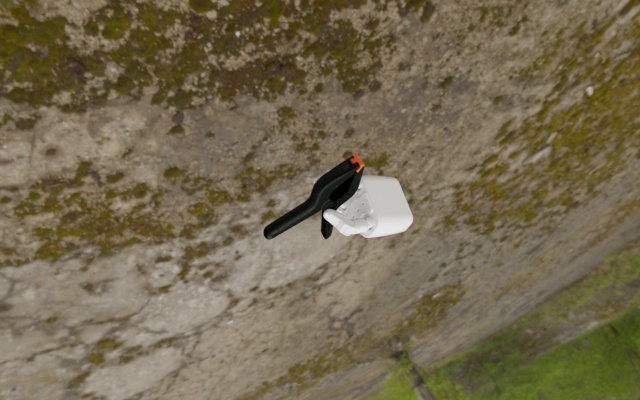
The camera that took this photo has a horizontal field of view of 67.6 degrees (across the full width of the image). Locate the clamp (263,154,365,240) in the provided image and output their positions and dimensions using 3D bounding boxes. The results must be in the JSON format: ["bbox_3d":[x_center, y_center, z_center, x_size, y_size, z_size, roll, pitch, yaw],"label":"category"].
[{"bbox_3d":[0.001,0.003,0.844,0.164,0.036,0.210,-3,-41,-42],"label":"clamp"}]
